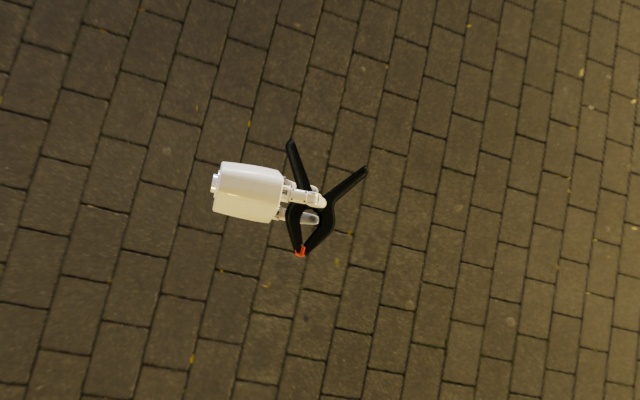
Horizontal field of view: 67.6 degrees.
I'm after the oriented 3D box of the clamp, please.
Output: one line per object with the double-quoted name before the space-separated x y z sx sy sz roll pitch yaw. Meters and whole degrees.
"clamp" 0.000 0.003 0.881 0.164 0.210 0.036 11 -8 -13
